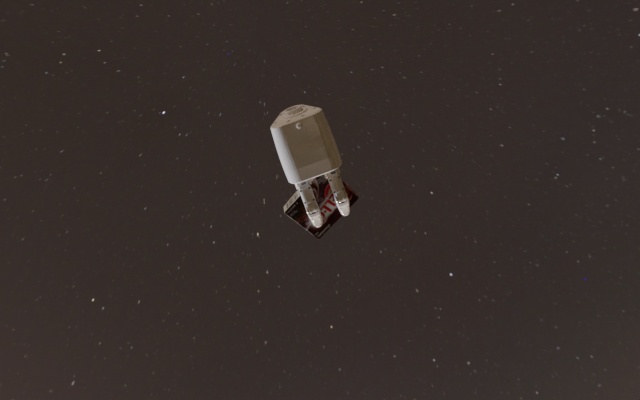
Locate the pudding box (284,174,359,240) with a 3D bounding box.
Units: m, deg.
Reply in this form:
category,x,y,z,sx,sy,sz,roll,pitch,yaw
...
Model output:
category,x,y,z,sx,sy,sz,roll,pitch,yaw
pudding box,0.000,0.003,0.885,0.090,0.113,0.039,39,13,-22
